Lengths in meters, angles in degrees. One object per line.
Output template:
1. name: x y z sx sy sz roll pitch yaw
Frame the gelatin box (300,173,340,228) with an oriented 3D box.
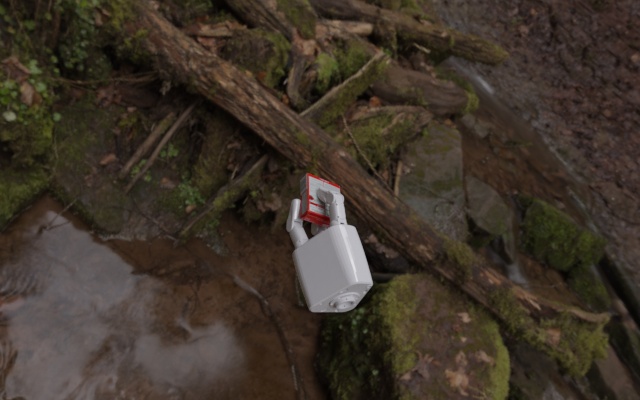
1. gelatin box: 0.000 0.002 0.852 0.073 0.089 0.030 21 -43 -27
